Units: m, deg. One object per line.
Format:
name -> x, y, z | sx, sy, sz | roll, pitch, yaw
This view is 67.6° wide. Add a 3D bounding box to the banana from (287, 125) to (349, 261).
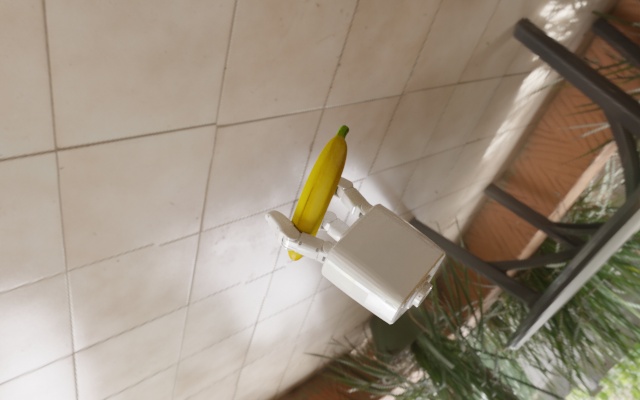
banana -> -0.005, 0.002, 0.606 | 0.037, 0.198, 0.069 | 28, 17, 13
